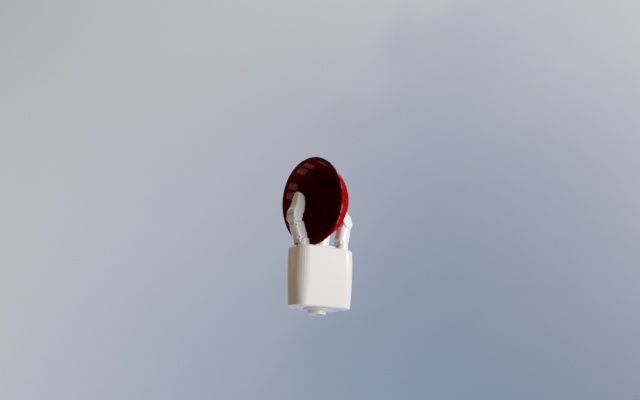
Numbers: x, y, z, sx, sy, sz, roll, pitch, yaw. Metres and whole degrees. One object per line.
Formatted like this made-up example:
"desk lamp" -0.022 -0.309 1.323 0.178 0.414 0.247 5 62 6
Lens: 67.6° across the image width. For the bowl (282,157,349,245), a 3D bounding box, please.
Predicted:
"bowl" 0.001 0.002 0.881 0.055 0.162 0.162 6 -4 -43
